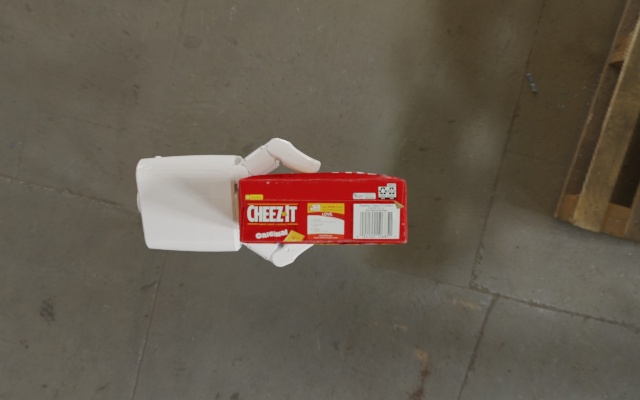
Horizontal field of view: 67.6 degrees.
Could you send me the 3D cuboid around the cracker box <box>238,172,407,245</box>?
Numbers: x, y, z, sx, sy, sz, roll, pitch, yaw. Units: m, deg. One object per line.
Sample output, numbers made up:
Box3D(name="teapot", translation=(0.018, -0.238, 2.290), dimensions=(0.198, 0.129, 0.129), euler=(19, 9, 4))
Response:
Box3D(name="cracker box", translation=(0.000, 0.002, 0.559), dimensions=(0.164, 0.072, 0.213), euler=(0, 4, -1))
